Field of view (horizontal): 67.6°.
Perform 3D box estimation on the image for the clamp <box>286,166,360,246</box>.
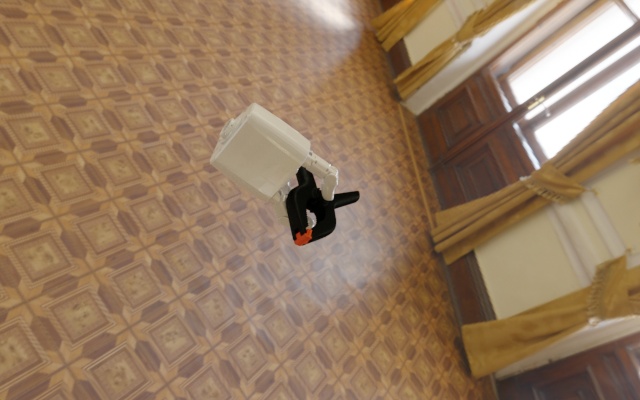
[{"bbox_3d":[0.000,0.002,0.788,0.164,0.209,0.036,35,-53,-22],"label":"clamp"}]
